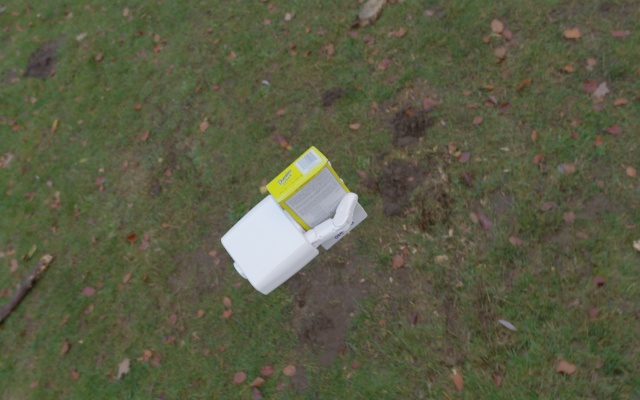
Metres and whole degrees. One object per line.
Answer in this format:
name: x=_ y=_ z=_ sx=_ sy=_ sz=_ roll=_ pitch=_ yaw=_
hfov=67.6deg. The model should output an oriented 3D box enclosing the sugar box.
sugar box: x=0.000 y=0.002 z=0.738 sx=0.048 sy=0.093 sz=0.176 roll=50 pitch=0 yaw=35
